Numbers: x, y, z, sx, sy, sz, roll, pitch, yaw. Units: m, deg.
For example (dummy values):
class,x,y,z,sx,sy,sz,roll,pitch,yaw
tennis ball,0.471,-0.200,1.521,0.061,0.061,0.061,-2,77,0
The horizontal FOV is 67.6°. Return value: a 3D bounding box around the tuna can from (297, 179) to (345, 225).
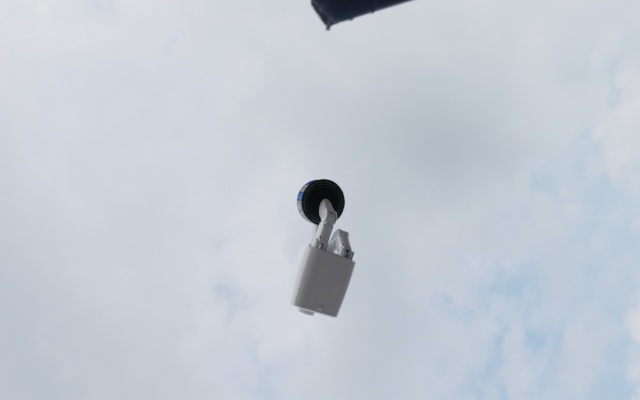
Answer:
class,x,y,z,sx,sy,sz,roll,pitch,yaw
tuna can,0.000,0.003,0.883,0.086,0.086,0.034,0,2,-22
